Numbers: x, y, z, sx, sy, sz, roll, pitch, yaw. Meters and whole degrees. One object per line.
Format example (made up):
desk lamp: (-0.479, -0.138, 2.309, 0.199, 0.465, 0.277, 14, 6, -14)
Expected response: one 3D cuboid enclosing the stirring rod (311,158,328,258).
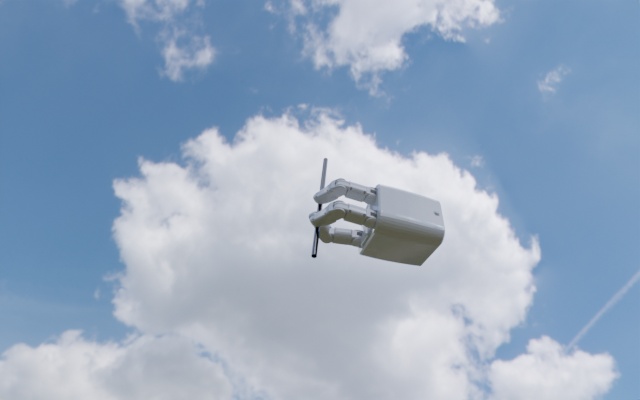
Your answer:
stirring rod: (0.000, 0.003, 0.768, 0.011, 0.011, 0.239, 0, 39, 6)
